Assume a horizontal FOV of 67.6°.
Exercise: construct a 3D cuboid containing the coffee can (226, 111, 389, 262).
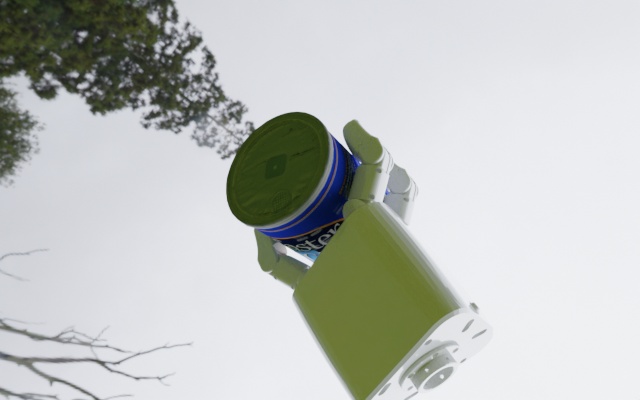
[{"bbox_3d":[0.000,0.001,0.430,0.103,0.102,0.140,0,-24,35],"label":"coffee can"}]
